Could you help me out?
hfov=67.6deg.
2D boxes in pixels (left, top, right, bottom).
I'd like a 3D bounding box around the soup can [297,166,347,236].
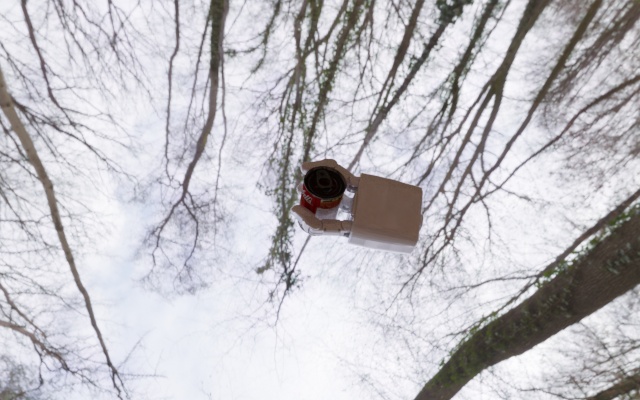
[{"bbox_3d":[0.000,0.003,0.779,0.068,0.068,0.102,0,-38,-11],"label":"soup can"}]
